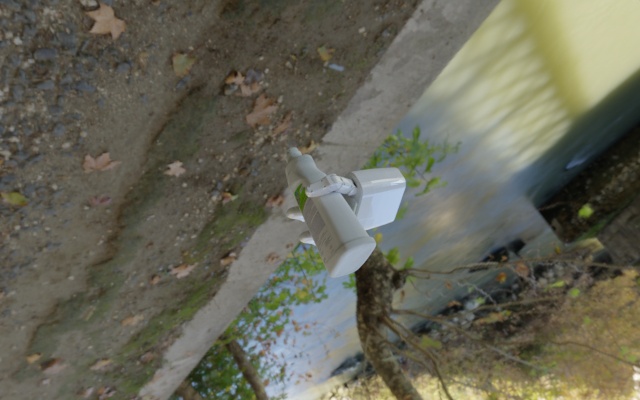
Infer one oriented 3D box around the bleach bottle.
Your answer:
[{"bbox_3d":[0.000,0.003,0.830,0.068,0.250,0.103,-11,-32,-29],"label":"bleach bottle"}]
